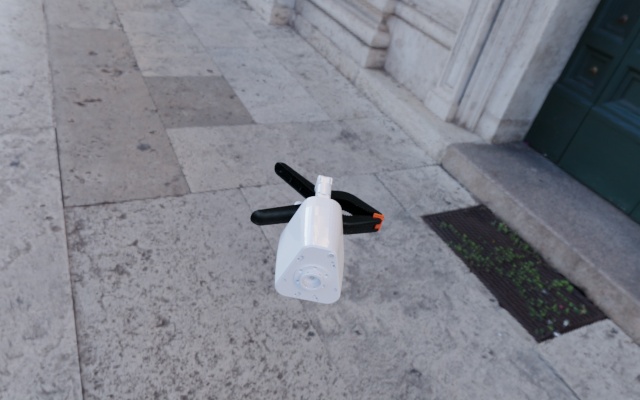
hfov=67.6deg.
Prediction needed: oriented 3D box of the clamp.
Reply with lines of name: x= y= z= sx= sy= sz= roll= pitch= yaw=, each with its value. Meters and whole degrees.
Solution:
clamp: x=0.001 y=0.002 z=0.788 sx=0.210 sy=0.036 sz=0.164 roll=12 pitch=37 yaw=-6
